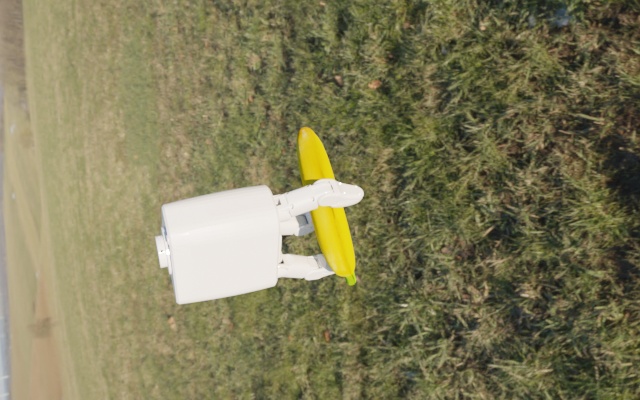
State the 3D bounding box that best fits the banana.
[{"bbox_3d":[0.003,0.002,0.542,0.037,0.197,0.069,-14,-9,-7],"label":"banana"}]
